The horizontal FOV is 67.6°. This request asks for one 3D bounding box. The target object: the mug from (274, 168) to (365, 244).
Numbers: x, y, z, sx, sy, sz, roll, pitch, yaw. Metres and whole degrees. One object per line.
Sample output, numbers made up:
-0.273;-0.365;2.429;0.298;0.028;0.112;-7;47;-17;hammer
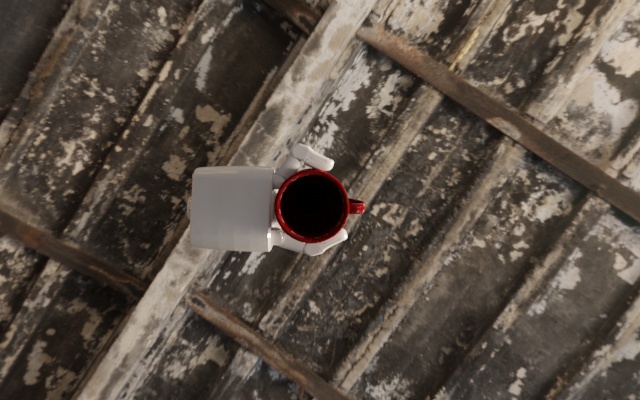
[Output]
0.002;0.002;0.630;0.117;0.093;0.081;2;10;-2;mug
